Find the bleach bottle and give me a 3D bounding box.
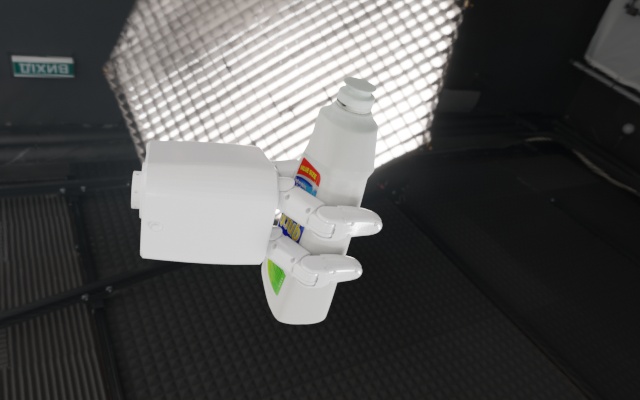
[{"bbox_3d":[0.000,0.002,0.460,0.068,0.251,0.102,3,35,-19],"label":"bleach bottle"}]
